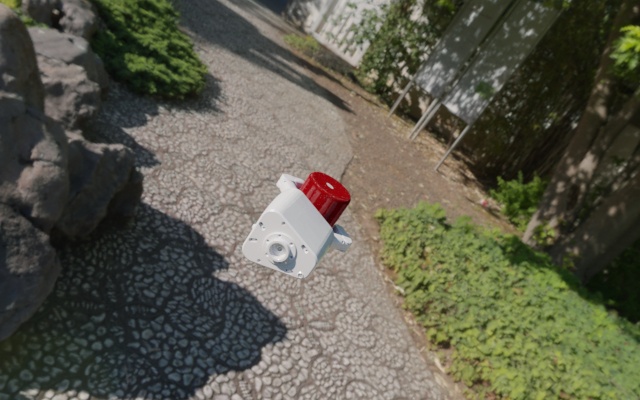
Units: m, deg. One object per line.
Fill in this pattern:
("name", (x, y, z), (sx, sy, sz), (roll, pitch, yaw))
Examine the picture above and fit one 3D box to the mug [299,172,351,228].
("mug", (0.001, 0.002, 0.812), (0.093, 0.081, 0.117), (35, 22, 1))
